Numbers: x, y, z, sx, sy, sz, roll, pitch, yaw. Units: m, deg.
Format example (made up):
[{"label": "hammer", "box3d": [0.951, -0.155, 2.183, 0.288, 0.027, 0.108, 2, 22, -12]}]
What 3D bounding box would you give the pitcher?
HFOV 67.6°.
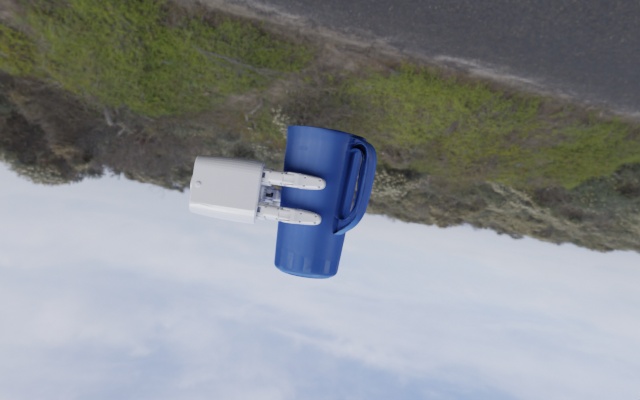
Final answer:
[{"label": "pitcher", "box3d": [0.000, 0.003, 0.788, 0.145, 0.243, 0.149, 9, 2, -3]}]
